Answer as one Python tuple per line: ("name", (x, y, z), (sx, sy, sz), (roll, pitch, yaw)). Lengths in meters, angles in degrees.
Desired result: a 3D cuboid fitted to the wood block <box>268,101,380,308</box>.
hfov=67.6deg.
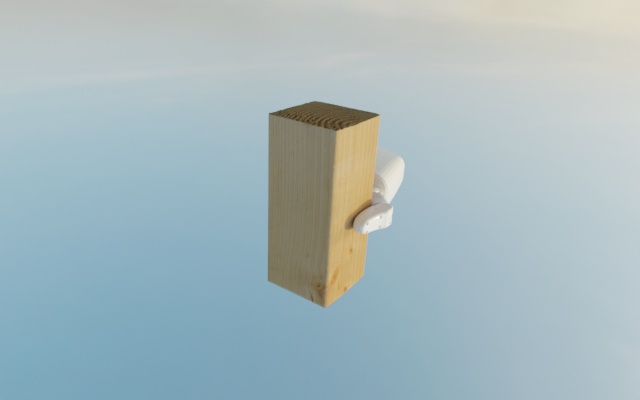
("wood block", (0.001, 0.002, 0.546), (0.091, 0.206, 0.090), (18, 29, 31))
